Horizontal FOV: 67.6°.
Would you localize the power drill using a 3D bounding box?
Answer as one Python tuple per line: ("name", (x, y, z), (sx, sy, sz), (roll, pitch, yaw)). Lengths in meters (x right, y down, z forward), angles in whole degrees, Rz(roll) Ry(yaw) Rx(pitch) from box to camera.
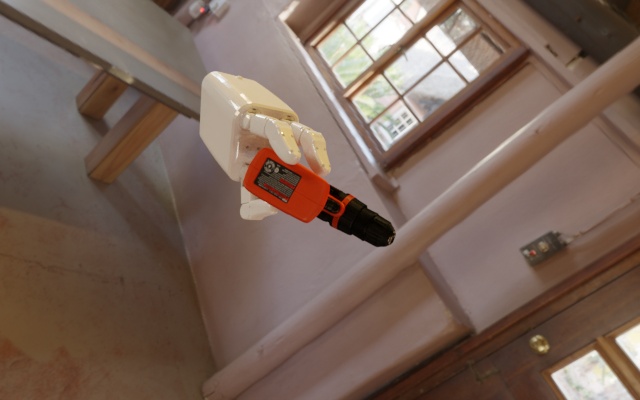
("power drill", (0.000, 0.002, 0.606), (0.184, 0.057, 0.188), (28, 0, 20))
